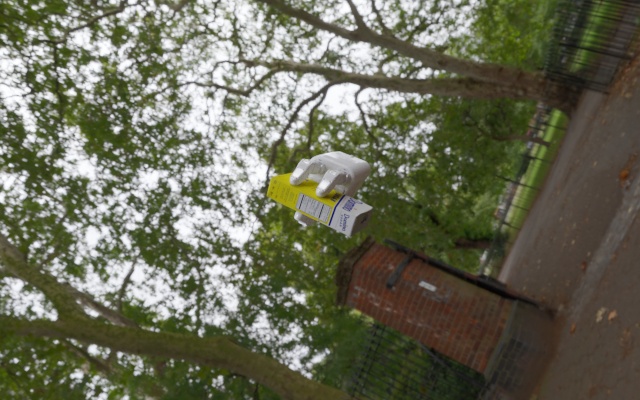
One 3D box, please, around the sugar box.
[{"bbox_3d":[0.000,0.002,0.865,0.176,0.048,0.093,22,18,20],"label":"sugar box"}]
